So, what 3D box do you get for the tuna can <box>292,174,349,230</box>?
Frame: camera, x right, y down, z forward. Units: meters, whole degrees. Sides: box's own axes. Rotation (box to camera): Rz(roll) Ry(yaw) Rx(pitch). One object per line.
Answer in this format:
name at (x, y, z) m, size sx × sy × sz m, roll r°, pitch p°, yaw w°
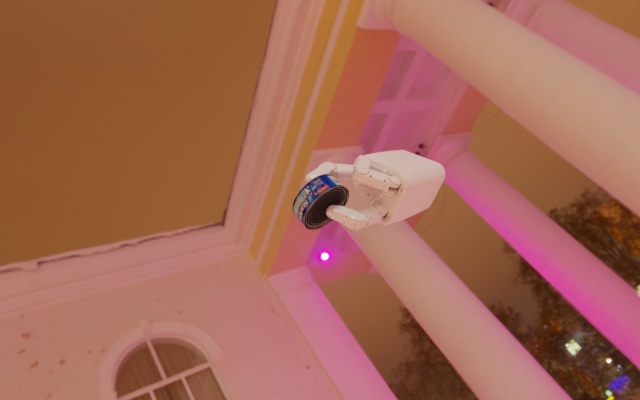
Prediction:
tuna can at (0.000, 0.002, 0.722) m, size 0.033 × 0.086 × 0.086 m, roll 46°, pitch 26°, yaw 28°
